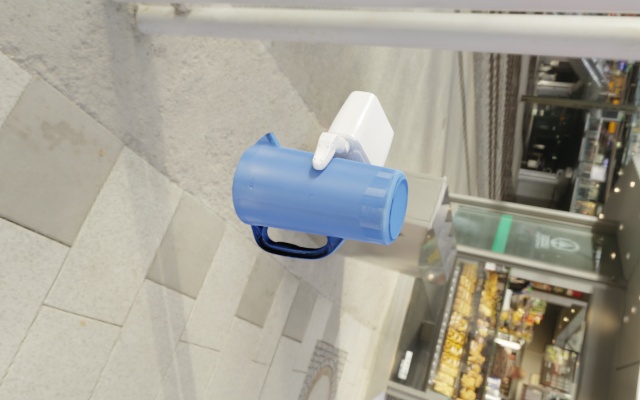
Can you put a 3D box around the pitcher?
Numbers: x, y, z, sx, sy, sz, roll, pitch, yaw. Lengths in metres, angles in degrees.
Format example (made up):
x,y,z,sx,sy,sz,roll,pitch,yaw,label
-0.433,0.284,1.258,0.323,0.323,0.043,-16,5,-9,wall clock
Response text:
x,y,z,sx,sy,sz,roll,pitch,yaw,label
0.000,0.002,0.718,0.243,0.145,0.149,11,-35,23,pitcher
